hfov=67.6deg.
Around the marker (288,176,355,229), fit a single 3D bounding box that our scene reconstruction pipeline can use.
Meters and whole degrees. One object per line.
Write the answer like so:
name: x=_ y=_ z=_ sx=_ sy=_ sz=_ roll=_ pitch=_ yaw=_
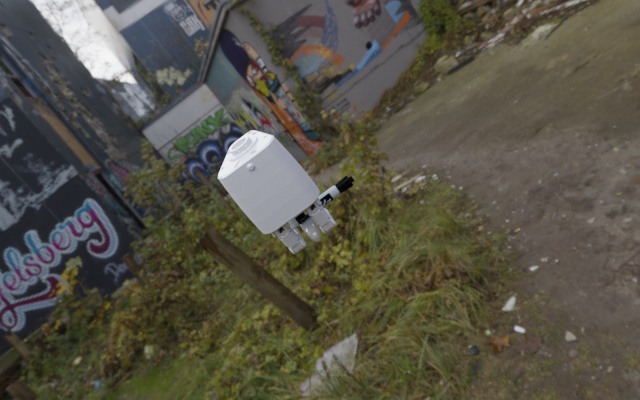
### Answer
marker: x=0.000 y=0.002 z=0.719 sx=0.121 sy=0.020 sz=0.020 roll=-36 pitch=-3 yaw=3
